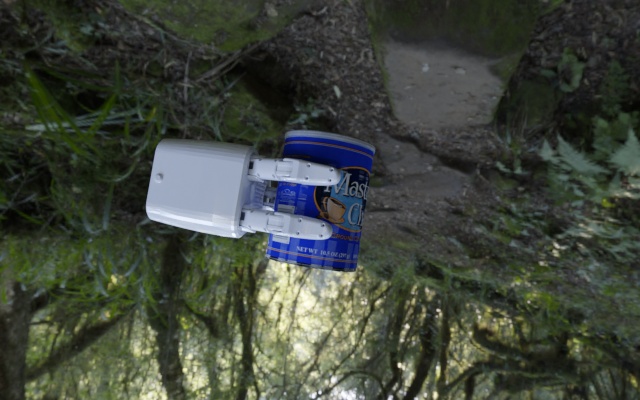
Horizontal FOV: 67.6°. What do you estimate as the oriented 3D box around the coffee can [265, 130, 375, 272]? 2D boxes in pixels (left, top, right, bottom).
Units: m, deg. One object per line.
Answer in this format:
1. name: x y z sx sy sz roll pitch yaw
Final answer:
1. coffee can: 0.000 0.002 0.534 0.103 0.140 0.103 9 -3 0
